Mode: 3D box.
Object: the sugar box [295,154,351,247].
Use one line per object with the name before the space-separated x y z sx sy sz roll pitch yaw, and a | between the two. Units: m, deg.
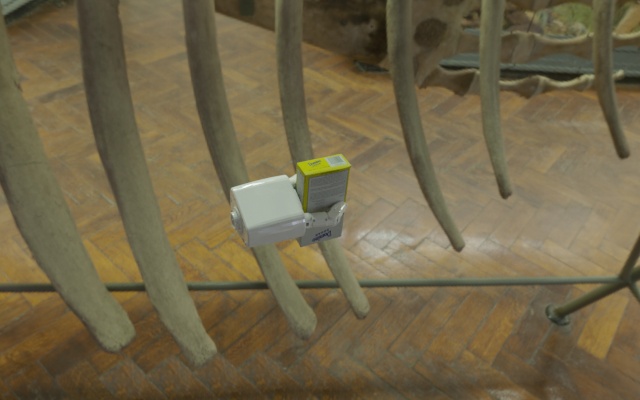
sugar box | 0.000 0.003 0.898 0.093 0.176 0.048 -13 45 -22
